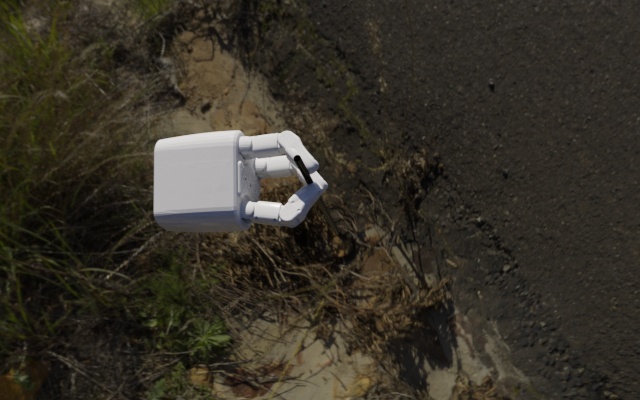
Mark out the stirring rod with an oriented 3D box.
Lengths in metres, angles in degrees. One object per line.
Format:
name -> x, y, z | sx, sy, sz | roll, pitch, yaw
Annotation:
stirring rod -> 0.000, 0.002, 0.604 | 0.011, 0.011, 0.240 | 0, -22, 13
